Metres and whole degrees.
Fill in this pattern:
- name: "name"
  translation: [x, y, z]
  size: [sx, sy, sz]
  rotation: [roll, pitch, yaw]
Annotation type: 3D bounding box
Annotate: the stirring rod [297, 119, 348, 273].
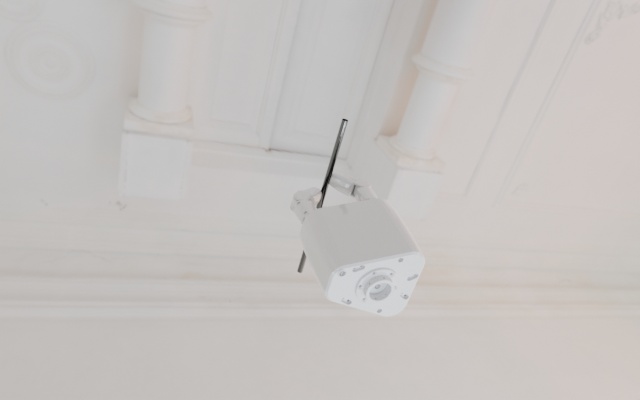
- name: "stirring rod"
  translation: [0.000, 0.002, 0.649]
  size: [0.011, 0.240, 0.011]
  rotation: [13, 28, -7]
